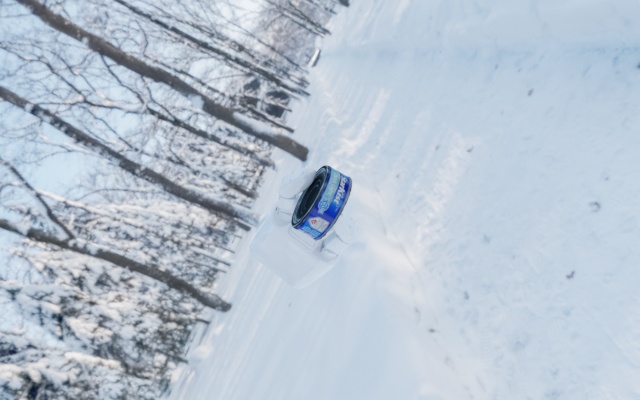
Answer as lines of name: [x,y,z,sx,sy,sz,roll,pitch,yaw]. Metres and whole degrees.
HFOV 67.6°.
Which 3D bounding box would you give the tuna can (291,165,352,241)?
tuna can: [0.000,0.002,0.562,0.034,0.086,0.086,29,-8,-14]
